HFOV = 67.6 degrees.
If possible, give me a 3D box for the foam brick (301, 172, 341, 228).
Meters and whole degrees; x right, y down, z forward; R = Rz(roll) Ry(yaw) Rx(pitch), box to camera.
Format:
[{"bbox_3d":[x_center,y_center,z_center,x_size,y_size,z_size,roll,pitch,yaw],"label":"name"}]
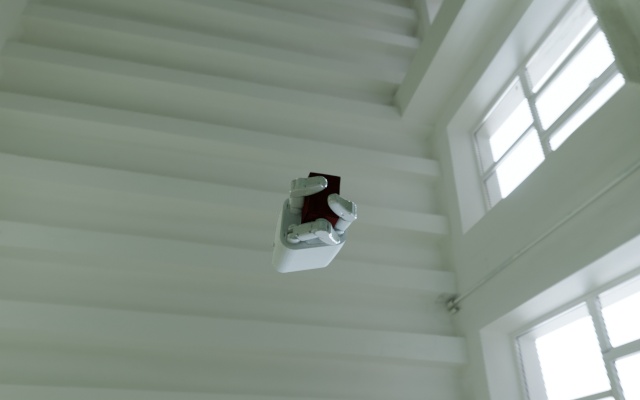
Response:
[{"bbox_3d":[0.000,0.002,0.761,0.053,0.078,0.051,10,-33,-10],"label":"foam brick"}]
